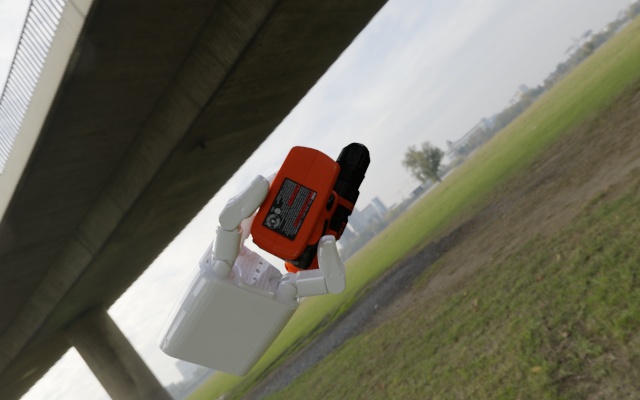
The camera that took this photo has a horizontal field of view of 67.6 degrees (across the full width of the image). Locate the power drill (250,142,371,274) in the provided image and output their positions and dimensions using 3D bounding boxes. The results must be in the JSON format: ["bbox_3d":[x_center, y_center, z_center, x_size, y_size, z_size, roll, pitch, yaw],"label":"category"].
[{"bbox_3d":[0.000,0.002,0.524,0.057,0.184,0.188,23,-4,15],"label":"power drill"}]
